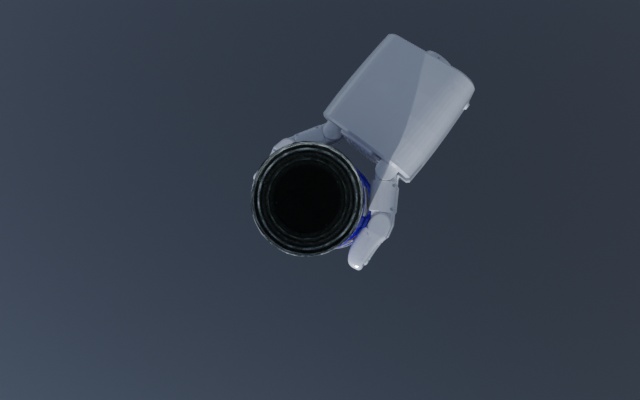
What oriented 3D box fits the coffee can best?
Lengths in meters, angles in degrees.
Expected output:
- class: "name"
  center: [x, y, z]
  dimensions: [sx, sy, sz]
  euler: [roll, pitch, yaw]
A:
- class: "coffee can"
  center: [0.000, 0.002, 0.486]
  dimensions: [0.103, 0.103, 0.140]
  euler: [0, -2, 11]
